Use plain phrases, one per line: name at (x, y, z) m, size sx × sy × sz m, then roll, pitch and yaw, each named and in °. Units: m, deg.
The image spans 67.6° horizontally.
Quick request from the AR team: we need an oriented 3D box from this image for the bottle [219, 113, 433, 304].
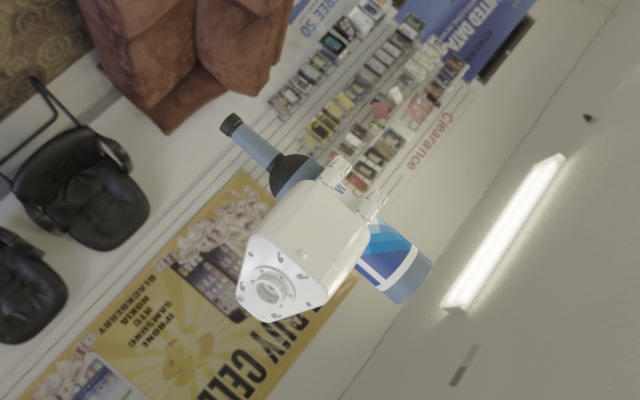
bottle at (0.000, 0.002, 0.568) m, size 0.296 × 0.069 × 0.069 m, roll 41°, pitch 0°, yaw 0°
